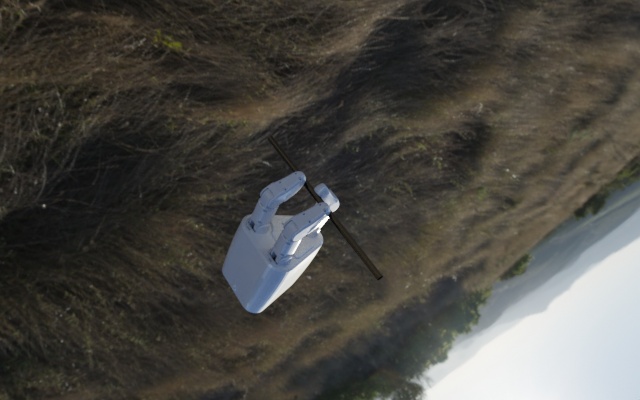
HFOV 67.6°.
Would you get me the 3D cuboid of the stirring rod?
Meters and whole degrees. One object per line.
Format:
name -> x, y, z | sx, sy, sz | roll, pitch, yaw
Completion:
stirring rod -> 0.000, 0.002, 0.590 | 0.011, 0.239, 0.011 | -30, -26, -17
